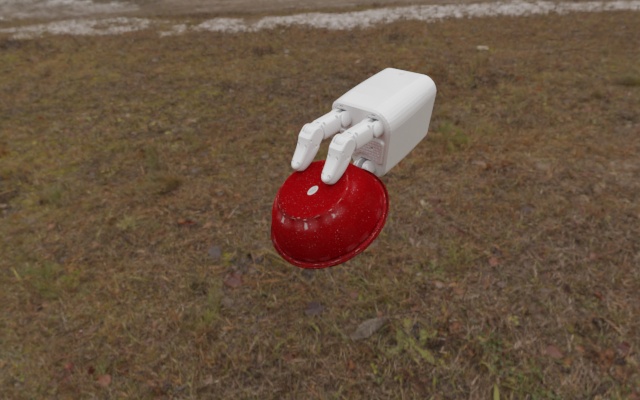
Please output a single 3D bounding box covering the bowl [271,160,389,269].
[{"bbox_3d":[-0.001,0.003,0.590,0.162,0.162,0.055,0,-37,28],"label":"bowl"}]
